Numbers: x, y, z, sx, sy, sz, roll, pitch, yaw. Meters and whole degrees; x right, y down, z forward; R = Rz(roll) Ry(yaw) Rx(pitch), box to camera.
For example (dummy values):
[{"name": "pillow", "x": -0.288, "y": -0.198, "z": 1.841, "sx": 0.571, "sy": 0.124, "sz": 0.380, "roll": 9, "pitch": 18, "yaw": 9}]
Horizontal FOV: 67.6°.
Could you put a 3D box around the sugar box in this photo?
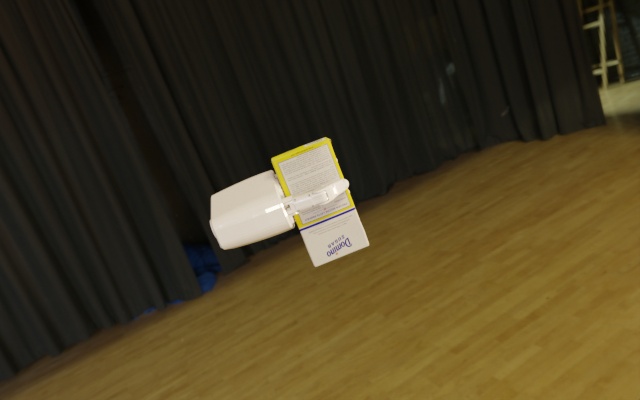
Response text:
[{"name": "sugar box", "x": 0.000, "y": 0.002, "z": 0.727, "sx": 0.093, "sy": 0.176, "sz": 0.048, "roll": -21, "pitch": 14, "yaw": -2}]
